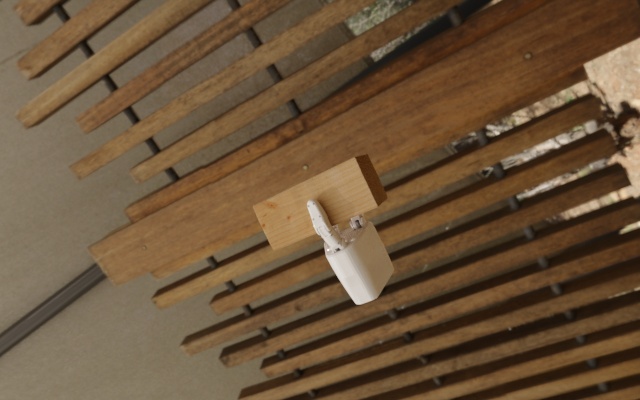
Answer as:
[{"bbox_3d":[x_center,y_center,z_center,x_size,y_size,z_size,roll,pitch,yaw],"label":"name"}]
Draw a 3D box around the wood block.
[{"bbox_3d":[0.000,0.003,0.837,0.206,0.090,0.091,-25,1,20],"label":"wood block"}]
